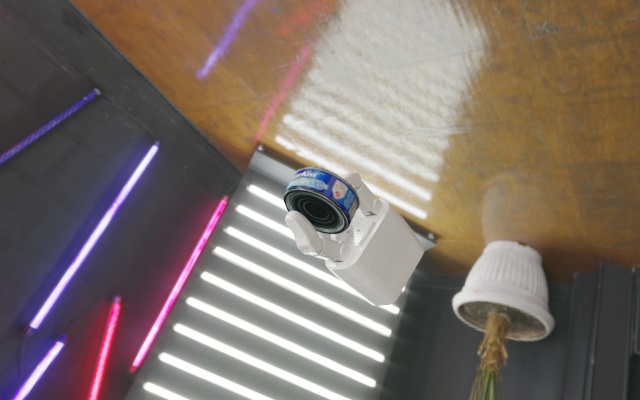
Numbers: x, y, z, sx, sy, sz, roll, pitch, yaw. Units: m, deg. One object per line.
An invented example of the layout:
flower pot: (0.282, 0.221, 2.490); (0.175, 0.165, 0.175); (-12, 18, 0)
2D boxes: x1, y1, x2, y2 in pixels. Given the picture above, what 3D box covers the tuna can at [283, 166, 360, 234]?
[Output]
tuna can: (0.000, 0.002, 0.557); (0.086, 0.033, 0.086); (20, -32, 13)
